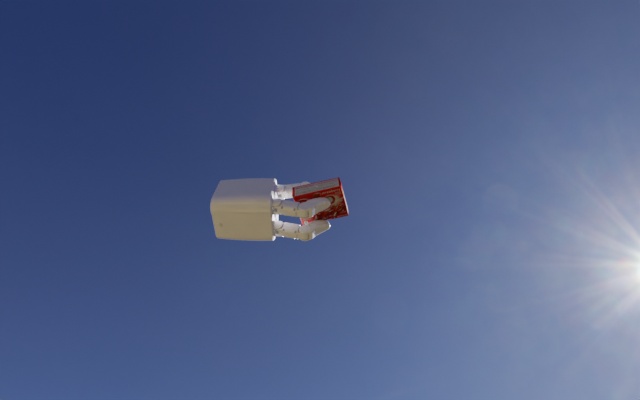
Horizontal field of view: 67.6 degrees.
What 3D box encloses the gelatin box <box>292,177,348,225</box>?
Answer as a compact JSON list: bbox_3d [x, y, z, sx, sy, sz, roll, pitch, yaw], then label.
[{"bbox_3d":[0.000,0.002,0.860,0.089,0.073,0.030,-13,40,5],"label":"gelatin box"}]
